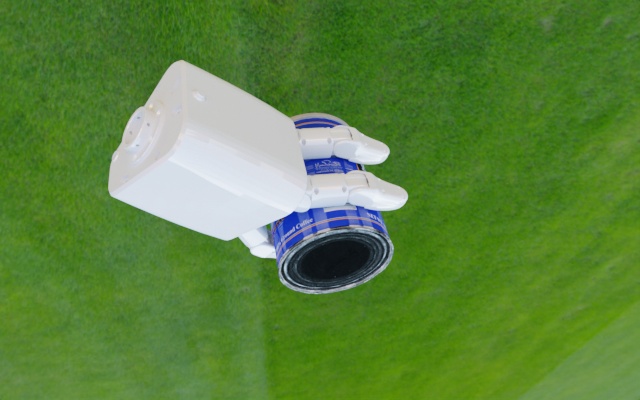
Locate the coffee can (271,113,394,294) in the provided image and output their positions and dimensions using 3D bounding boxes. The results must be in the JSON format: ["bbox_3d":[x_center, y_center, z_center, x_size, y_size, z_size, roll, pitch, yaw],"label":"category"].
[{"bbox_3d":[0.000,0.001,0.453,0.103,0.140,0.103,-9,-38,-7],"label":"coffee can"}]
